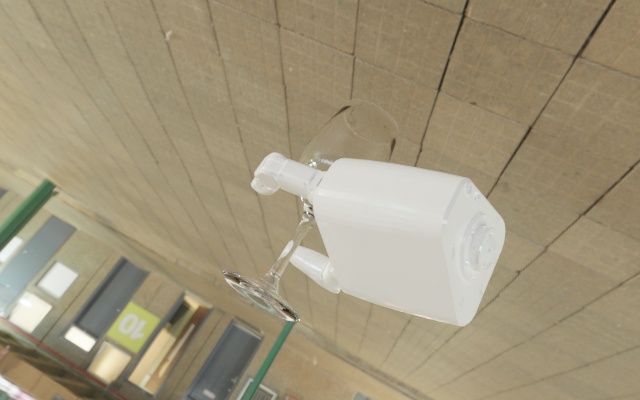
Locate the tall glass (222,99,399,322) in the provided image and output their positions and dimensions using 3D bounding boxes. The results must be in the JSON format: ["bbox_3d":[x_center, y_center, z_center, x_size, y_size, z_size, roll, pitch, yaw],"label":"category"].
[{"bbox_3d":[0.000,0.002,0.425,0.079,0.201,0.079,26,-24,13],"label":"tall glass"}]
